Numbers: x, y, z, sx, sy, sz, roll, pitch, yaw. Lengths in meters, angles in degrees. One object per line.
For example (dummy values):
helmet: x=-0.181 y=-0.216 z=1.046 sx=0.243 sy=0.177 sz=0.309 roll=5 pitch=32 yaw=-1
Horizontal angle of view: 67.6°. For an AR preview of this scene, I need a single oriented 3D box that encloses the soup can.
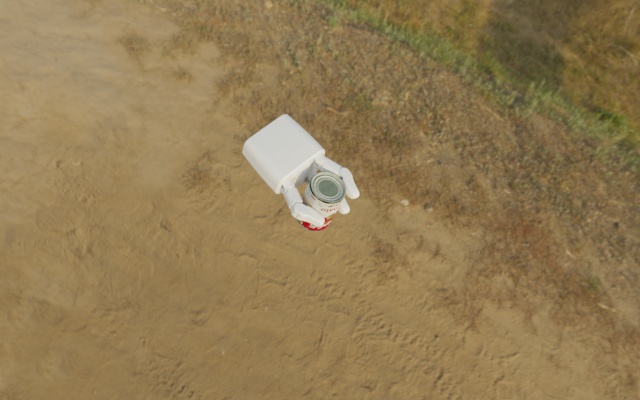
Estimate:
soup can: x=0.000 y=0.003 z=0.864 sx=0.068 sy=0.068 sz=0.102 roll=0 pitch=-32 yaw=-19
